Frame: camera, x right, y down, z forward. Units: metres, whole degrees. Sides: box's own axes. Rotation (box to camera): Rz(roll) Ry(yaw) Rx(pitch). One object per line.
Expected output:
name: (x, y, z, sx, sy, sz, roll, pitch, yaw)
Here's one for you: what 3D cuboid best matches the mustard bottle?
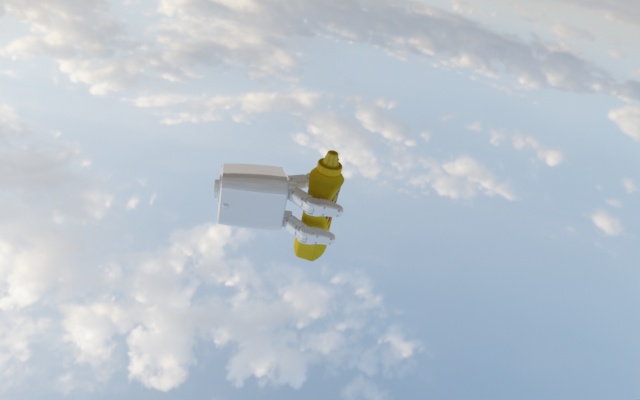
mustard bottle: (0.000, 0.003, 0.806, 0.058, 0.192, 0.096, 18, 32, 7)
